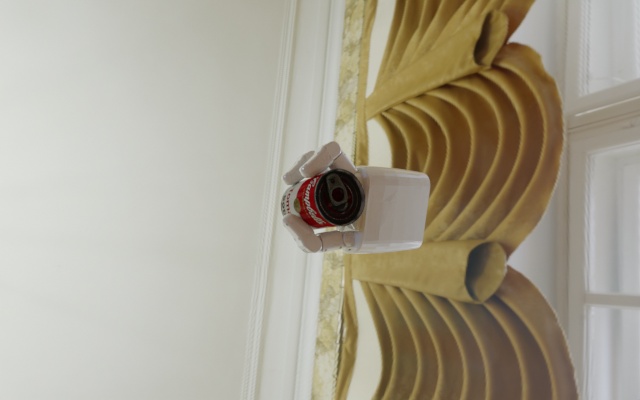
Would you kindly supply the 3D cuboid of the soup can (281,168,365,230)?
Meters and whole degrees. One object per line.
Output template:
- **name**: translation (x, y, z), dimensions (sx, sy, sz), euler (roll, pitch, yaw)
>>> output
- **soup can**: translation (0.000, 0.002, 0.597), dimensions (0.068, 0.068, 0.102), euler (0, -7, -28)
